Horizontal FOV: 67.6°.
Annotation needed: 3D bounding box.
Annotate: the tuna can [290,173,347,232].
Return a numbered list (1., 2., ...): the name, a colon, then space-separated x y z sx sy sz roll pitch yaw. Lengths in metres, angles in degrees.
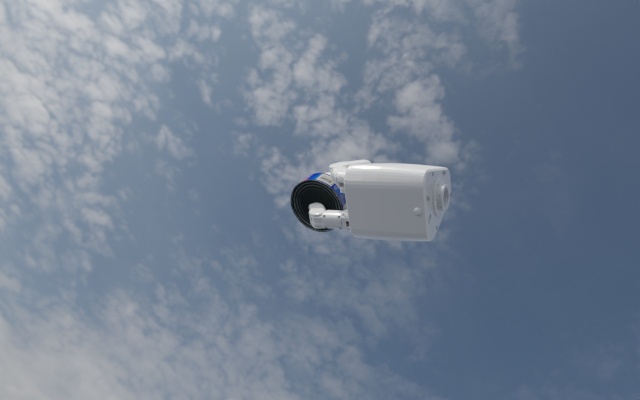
1. tuna can: 0.000 0.002 0.718 0.086 0.086 0.033 0 25 29
